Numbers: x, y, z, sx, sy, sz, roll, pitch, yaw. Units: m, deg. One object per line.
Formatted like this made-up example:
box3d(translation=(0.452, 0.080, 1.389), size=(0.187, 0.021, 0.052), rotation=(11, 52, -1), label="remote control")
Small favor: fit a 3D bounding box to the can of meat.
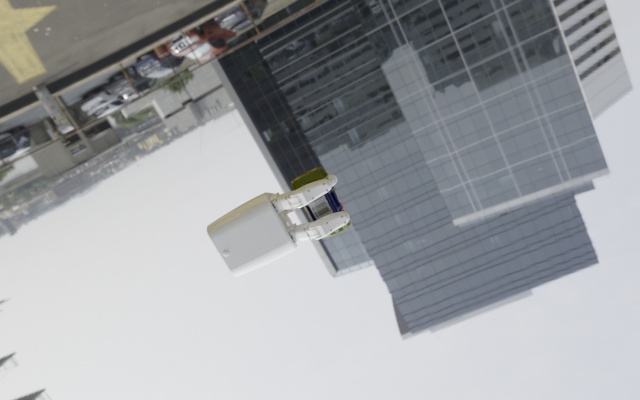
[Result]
box3d(translation=(0.000, 0.003, 0.736), size=(0.057, 0.084, 0.102), rotation=(-28, 15, -1), label="can of meat")
